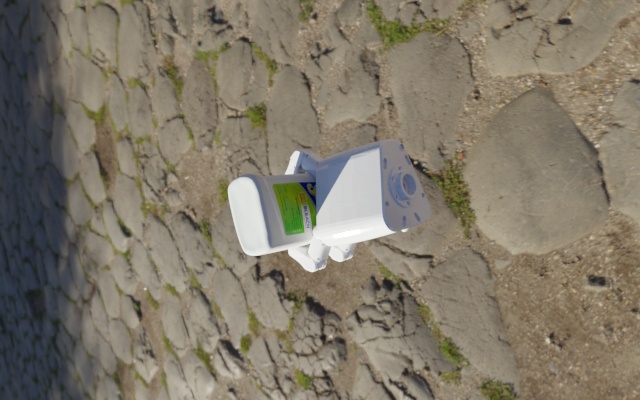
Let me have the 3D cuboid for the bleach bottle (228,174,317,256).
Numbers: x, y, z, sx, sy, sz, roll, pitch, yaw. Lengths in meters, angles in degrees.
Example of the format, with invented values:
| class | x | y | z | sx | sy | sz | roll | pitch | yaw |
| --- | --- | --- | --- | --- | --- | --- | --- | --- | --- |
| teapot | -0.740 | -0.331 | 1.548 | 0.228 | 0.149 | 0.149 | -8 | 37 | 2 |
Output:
| class | x | y | z | sx | sy | sz | roll | pitch | yaw |
| --- | --- | --- | --- | --- | --- | --- | --- | --- | --- |
| bleach bottle | 0.000 | 0.002 | 0.658 | 0.251 | 0.102 | 0.068 | -12 | -2 | -44 |
